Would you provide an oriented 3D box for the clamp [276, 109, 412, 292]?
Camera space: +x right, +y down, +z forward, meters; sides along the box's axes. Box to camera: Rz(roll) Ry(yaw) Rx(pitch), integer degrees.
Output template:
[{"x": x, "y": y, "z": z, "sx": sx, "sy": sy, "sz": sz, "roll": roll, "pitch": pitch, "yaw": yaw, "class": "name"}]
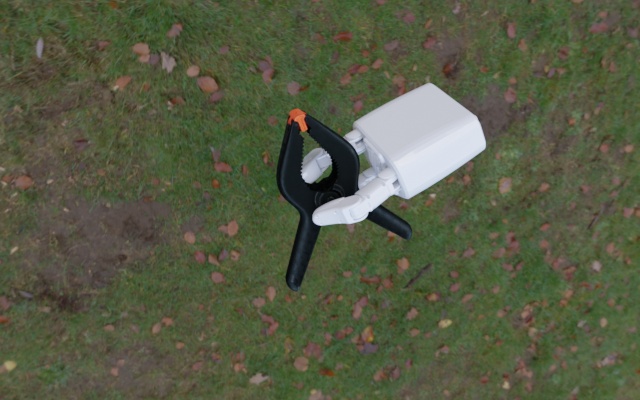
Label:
[{"x": 0.000, "y": 0.002, "z": 0.536, "sx": 0.164, "sy": 0.210, "sz": 0.036, "roll": -30, "pitch": 28, "yaw": -3, "class": "clamp"}]
